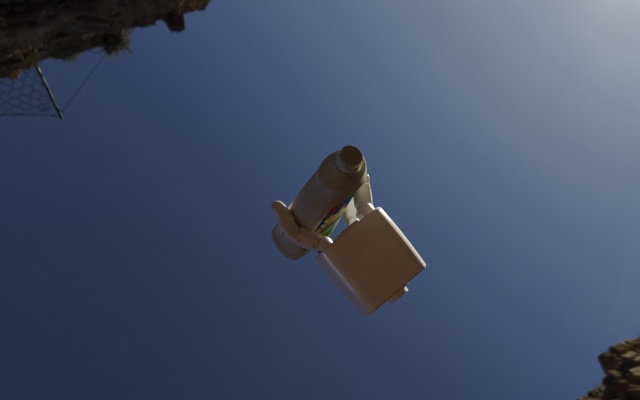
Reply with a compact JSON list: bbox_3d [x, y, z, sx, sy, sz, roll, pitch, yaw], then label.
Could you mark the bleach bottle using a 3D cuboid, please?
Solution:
[{"bbox_3d":[0.000,0.002,0.671,0.102,0.068,0.251,-33,-12,-26],"label":"bleach bottle"}]
